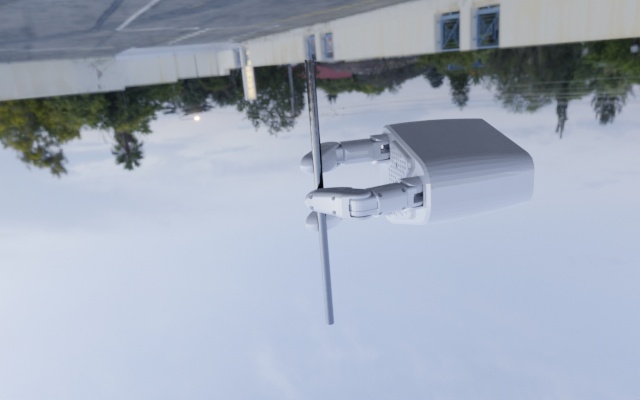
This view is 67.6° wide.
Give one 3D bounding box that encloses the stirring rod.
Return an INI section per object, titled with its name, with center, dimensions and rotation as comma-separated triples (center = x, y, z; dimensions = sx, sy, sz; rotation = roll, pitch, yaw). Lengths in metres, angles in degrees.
[stirring rod]
center = 0.000, 0.001, 0.419
dimensions = 0.011, 0.239, 0.011
rotation = -4, 17, 1
